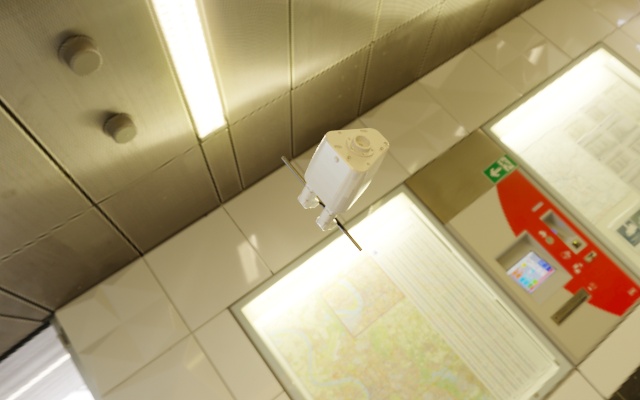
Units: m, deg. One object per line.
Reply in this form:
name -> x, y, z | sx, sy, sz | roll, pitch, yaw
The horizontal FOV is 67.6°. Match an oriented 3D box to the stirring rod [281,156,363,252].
stirring rod -> 0.000, 0.003, 0.896 | 0.011, 0.239, 0.011 | -35, -19, -14
